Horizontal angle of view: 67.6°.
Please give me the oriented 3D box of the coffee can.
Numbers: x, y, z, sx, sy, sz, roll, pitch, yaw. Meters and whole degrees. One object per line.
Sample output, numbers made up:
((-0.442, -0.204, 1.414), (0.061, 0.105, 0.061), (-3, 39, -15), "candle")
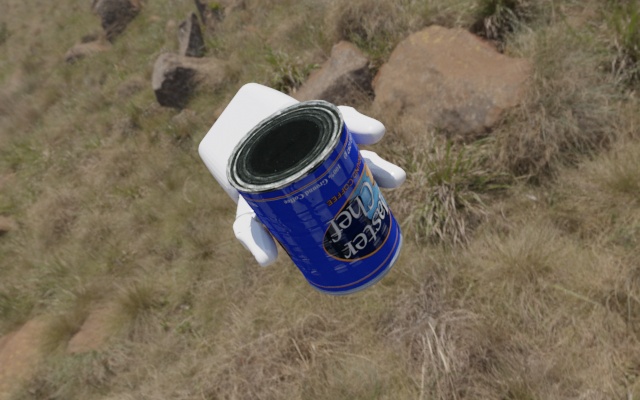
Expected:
((0.000, 0.002, 0.411), (0.103, 0.102, 0.140), (0, -41, 34), "coffee can")
